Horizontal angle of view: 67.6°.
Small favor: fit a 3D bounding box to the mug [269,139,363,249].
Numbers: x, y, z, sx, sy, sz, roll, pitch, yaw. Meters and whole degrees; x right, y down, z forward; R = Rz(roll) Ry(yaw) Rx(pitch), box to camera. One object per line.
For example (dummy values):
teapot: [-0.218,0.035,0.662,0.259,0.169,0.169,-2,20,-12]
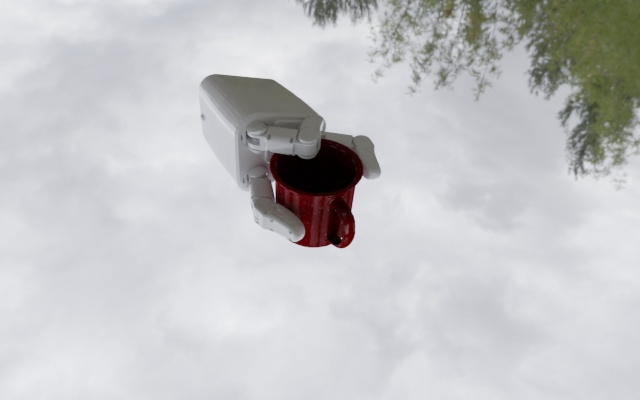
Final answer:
mug: [0.001,0.003,0.490,0.093,0.082,0.117,-21,48,-25]
